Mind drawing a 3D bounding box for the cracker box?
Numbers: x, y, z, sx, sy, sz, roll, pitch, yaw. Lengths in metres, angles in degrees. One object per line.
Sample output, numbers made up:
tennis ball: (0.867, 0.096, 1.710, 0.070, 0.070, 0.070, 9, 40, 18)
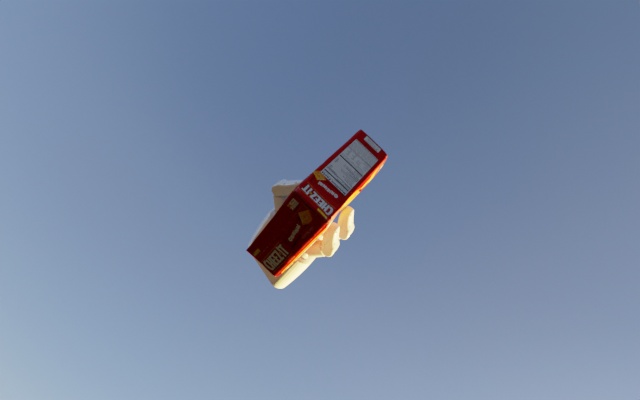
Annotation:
cracker box: (0.000, 0.002, 0.742, 0.164, 0.072, 0.213, -49, -2, 43)
